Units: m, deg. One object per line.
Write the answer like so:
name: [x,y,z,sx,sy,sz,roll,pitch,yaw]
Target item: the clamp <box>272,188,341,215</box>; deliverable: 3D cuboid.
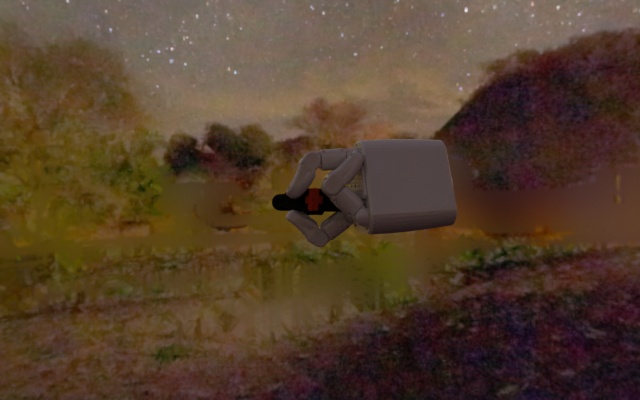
clamp: [0.000,0.001,0.644,0.120,0.039,0.171,-4,1,-10]
